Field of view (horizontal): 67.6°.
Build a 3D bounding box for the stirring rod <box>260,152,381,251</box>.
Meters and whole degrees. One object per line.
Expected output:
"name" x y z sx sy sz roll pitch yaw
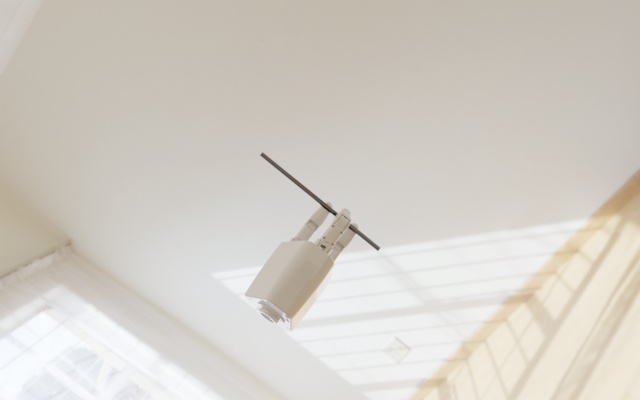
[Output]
"stirring rod" 0.000 0.003 0.756 0.239 0.011 0.011 39 -3 -3
